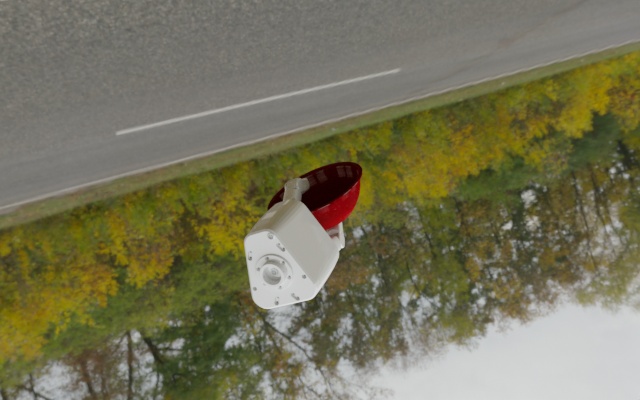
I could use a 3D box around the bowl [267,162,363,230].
[{"bbox_3d":[0.001,0.002,0.752,0.162,0.055,0.162,-22,24,10],"label":"bowl"}]
